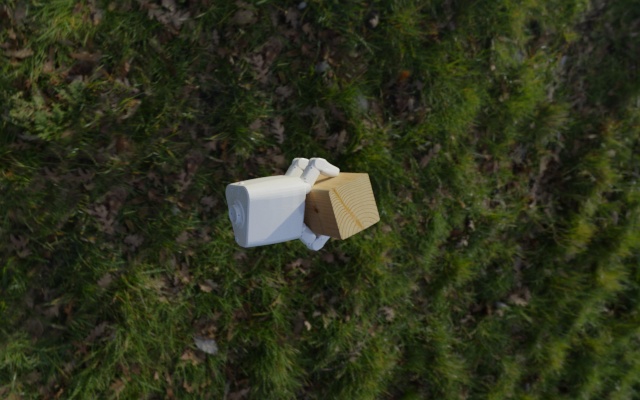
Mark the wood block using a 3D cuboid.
[{"bbox_3d":[0.000,0.003,0.883,0.090,0.091,0.206,-25,18,-30],"label":"wood block"}]
